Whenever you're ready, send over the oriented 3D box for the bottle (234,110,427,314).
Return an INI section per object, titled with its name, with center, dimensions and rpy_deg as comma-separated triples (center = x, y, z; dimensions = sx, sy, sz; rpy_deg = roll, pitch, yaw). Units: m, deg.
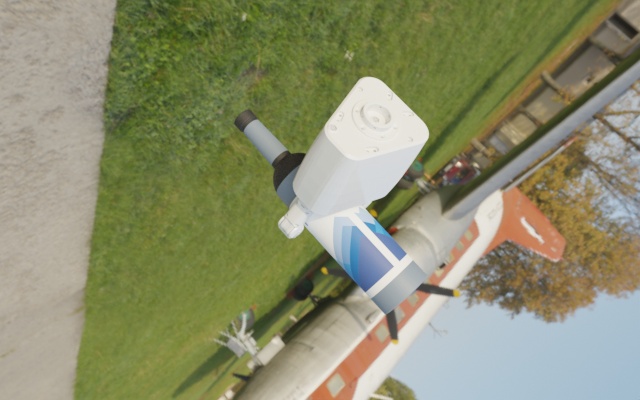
[bottle]
center = 0.000, 0.002, 0.573
dimensions = 0.069, 0.295, 0.069
rpy_deg = -41, -10, -9
